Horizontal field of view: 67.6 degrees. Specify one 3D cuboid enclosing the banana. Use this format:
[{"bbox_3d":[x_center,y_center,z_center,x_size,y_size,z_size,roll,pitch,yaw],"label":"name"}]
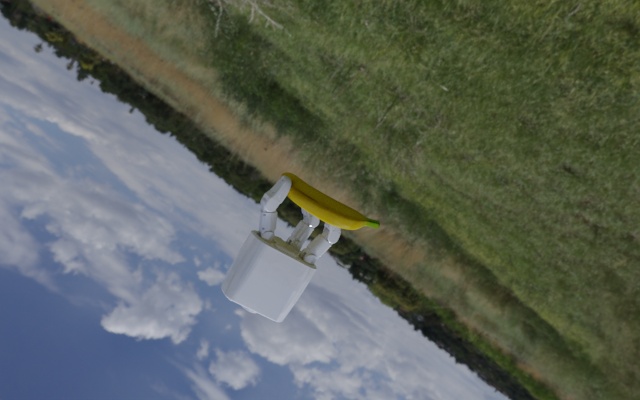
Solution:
[{"bbox_3d":[-0.007,0.001,0.724,0.197,0.037,0.069,31,7,32],"label":"banana"}]
